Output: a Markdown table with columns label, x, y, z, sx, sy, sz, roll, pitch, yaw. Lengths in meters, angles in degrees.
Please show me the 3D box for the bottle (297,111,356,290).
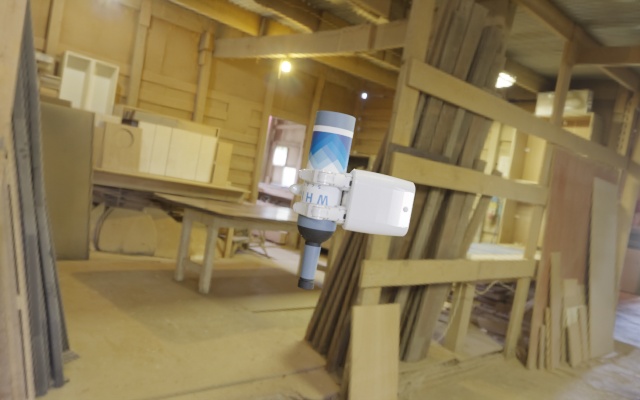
| label | x | y | z | sx | sy | sz | roll | pitch | yaw |
| --- | --- | --- | --- | --- | --- | --- | --- | --- | --- |
| bottle | 0.000 | 0.002 | 0.801 | 0.069 | 0.296 | 0.069 | 10 | 2 | 0 |
